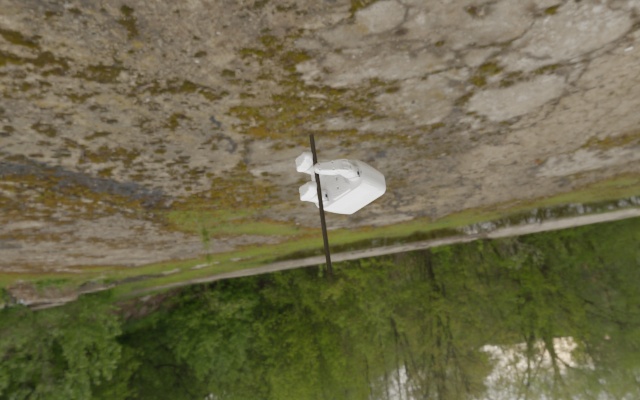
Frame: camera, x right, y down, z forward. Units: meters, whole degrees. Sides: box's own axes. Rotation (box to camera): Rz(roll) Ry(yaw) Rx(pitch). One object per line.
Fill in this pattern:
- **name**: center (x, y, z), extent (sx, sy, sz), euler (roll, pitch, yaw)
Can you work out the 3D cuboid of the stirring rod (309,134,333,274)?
- **stirring rod**: center (0.000, 0.003, 0.797), extent (0.011, 0.239, 0.011), euler (-7, -14, -2)
